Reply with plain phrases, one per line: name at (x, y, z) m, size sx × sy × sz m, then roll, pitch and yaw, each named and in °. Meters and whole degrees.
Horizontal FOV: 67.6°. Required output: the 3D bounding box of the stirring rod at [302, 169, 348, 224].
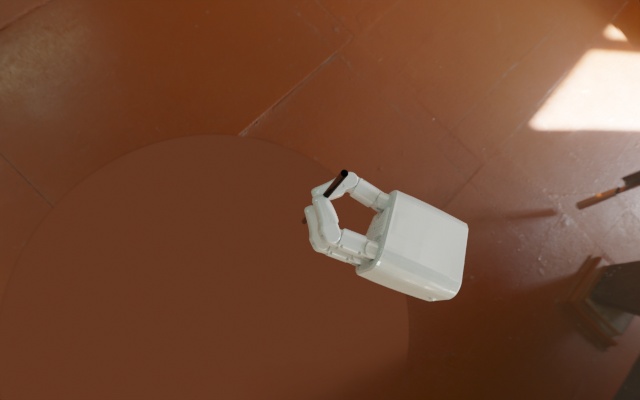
stirring rod at (0.000, 0.002, 0.589) m, size 0.011 × 0.011 × 0.239 m, roll 0°, pitch -14°, yaw -12°
